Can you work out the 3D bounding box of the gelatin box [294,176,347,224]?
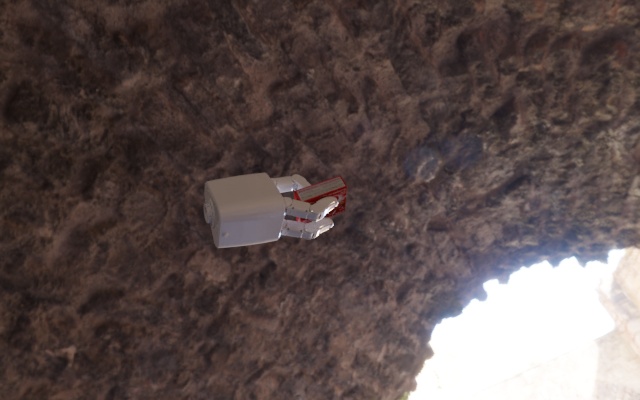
[{"bbox_3d":[0.000,0.002,0.824,0.089,0.030,0.073,-20,-35,-15],"label":"gelatin box"}]
